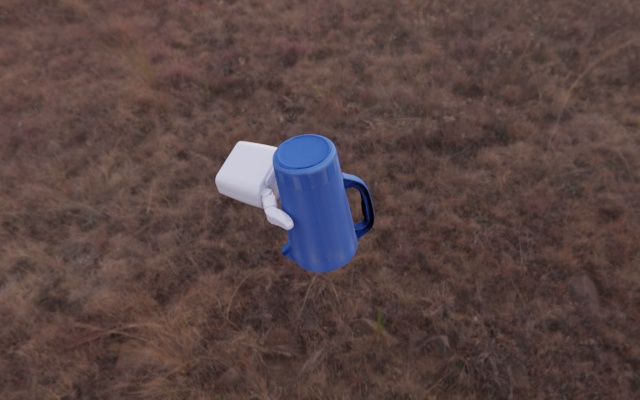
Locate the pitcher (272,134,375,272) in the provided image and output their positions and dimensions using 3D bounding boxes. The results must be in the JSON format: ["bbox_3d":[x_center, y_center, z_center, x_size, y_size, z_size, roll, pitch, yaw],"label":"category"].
[{"bbox_3d":[0.000,0.003,0.863,0.145,0.243,0.149,17,50,28],"label":"pitcher"}]
